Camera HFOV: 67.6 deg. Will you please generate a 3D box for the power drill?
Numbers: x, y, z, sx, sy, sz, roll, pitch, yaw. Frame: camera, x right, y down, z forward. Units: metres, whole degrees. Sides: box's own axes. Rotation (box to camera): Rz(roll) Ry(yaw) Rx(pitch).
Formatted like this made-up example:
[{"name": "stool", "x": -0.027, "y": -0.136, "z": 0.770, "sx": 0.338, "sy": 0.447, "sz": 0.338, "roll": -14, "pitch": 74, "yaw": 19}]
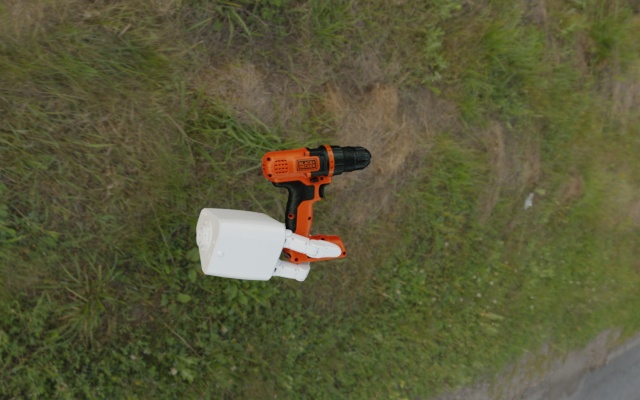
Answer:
[{"name": "power drill", "x": 0.000, "y": 0.003, "z": 0.793, "sx": 0.184, "sy": 0.188, "sz": 0.057, "roll": -6, "pitch": 9, "yaw": -15}]
